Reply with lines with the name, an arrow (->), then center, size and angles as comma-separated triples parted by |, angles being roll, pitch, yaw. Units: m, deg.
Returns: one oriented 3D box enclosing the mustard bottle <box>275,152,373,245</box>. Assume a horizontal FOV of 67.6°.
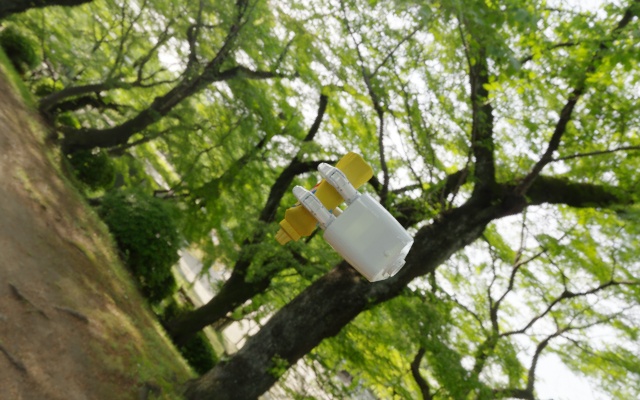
mustard bottle -> 0.000, 0.002, 0.795 | 0.191, 0.058, 0.096 | -44, 4, -5
